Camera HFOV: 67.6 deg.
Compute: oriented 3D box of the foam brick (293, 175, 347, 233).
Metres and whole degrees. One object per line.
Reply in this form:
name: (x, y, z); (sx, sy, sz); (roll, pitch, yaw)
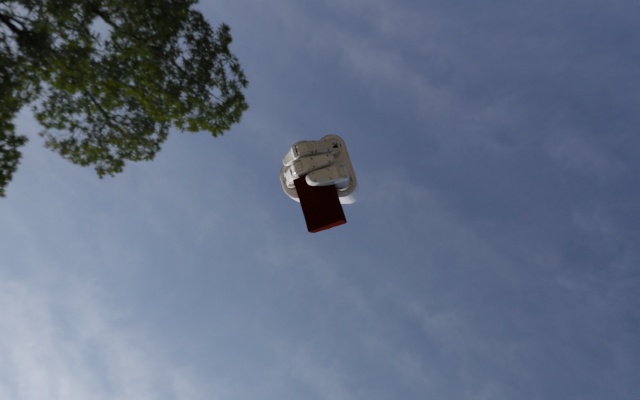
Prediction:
foam brick: (0.000, 0.003, 0.678); (0.053, 0.078, 0.051); (-18, -11, 6)
